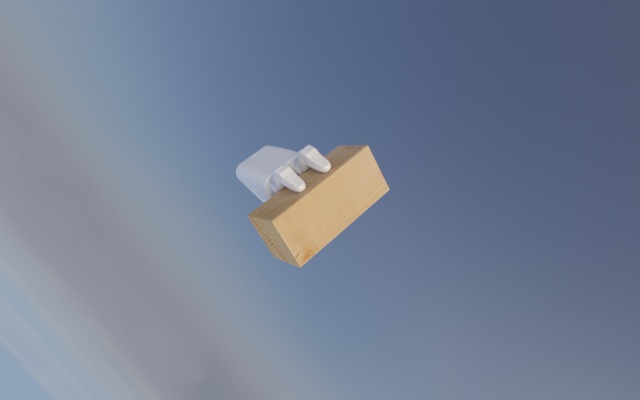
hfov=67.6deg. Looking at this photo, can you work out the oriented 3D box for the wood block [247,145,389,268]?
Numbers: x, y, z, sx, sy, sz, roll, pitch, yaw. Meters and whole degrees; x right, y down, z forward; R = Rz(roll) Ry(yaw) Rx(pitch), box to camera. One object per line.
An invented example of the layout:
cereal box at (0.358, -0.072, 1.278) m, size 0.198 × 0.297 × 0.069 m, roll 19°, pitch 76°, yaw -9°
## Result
wood block at (0.000, 0.003, 0.774) m, size 0.206 × 0.091 × 0.090 m, roll -39°, pitch 24°, yaw -23°
